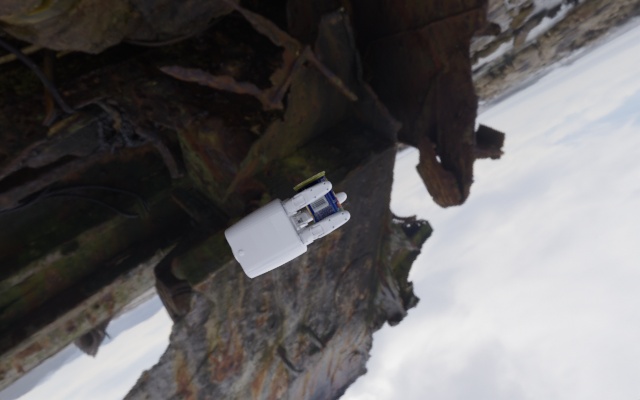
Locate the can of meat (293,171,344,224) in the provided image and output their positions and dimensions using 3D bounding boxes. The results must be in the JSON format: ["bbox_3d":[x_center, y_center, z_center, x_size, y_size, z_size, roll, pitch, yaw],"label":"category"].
[{"bbox_3d":[0.000,0.003,0.805,0.057,0.084,0.102,-29,0,-2],"label":"can of meat"}]
